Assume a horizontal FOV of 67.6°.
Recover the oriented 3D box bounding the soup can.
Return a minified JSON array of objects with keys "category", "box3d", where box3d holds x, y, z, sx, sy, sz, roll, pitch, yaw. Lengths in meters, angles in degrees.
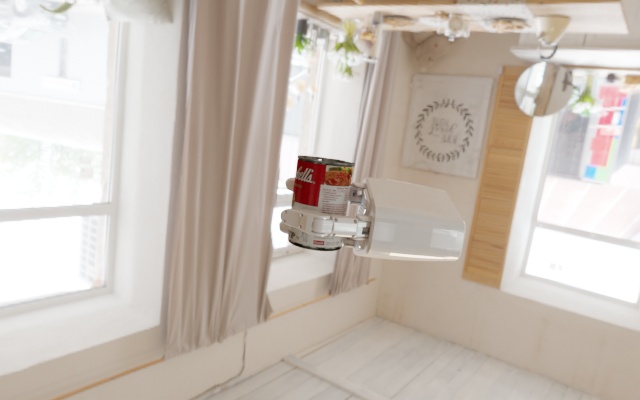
[{"category":"soup can","box3d":[0.000,0.002,0.562,0.068,0.102,0.068,8,9,-1]}]
